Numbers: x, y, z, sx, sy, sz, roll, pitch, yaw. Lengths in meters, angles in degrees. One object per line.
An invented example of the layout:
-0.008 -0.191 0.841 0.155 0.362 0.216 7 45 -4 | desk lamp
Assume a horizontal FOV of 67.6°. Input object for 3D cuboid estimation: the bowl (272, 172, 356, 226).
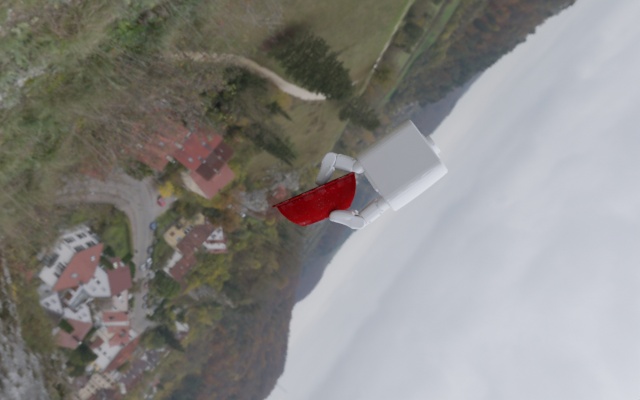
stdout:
-0.001 0.004 0.832 0.162 0.055 0.162 -22 2 1 | bowl
